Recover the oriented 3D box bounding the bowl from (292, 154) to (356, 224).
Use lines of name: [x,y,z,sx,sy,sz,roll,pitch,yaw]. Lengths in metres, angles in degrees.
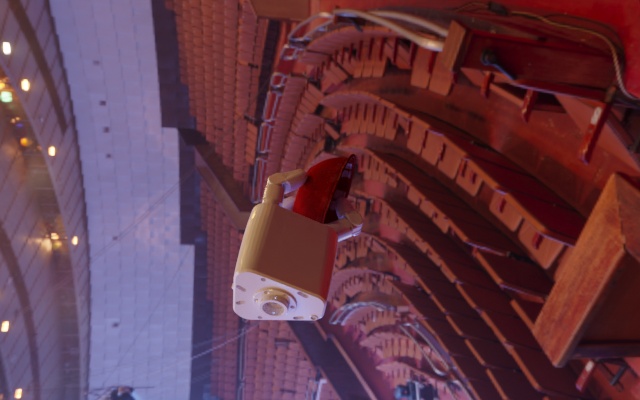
bowl: [0.000,0.002,0.691,0.055,0.162,0.162,19,3,10]
